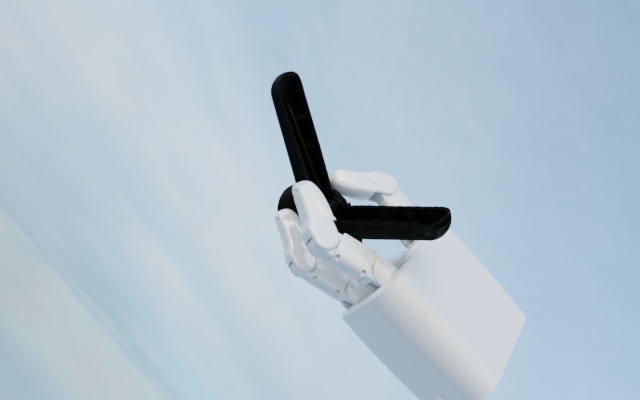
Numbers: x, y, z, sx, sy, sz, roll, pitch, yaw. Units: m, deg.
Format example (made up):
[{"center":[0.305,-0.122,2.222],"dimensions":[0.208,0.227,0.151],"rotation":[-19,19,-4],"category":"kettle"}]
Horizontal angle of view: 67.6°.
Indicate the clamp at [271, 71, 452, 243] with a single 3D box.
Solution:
[{"center":[0.001,0.001,0.410],"dimensions":[0.036,0.164,0.210],"rotation":[-37,-8,-31],"category":"clamp"}]
